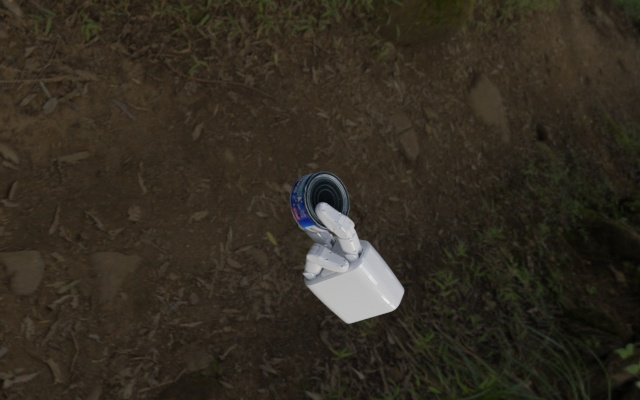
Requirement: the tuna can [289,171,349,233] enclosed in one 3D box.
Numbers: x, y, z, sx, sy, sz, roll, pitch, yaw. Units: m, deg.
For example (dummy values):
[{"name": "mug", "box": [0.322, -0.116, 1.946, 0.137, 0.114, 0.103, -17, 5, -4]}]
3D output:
[{"name": "tuna can", "box": [0.000, 0.002, 0.675, 0.086, 0.086, 0.034, 0, -10, -40]}]
